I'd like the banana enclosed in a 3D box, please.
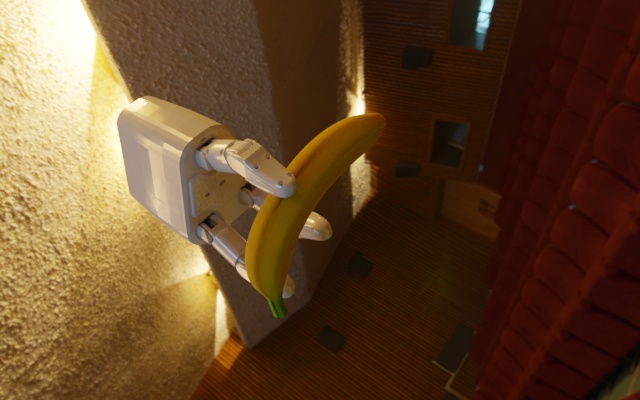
[{"bbox_3d":[-0.010,-0.003,0.393,0.037,0.198,0.070,25,-9,34],"label":"banana"}]
